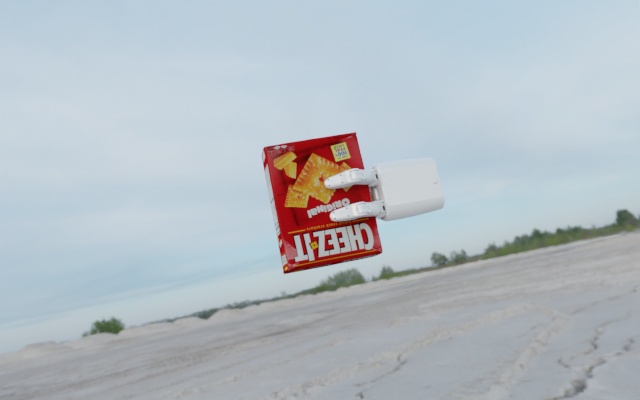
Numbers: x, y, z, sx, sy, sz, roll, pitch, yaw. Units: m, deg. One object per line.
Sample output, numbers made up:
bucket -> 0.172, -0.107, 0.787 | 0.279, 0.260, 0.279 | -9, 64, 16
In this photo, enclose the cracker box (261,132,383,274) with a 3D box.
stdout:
cracker box -> 0.000, 0.003, 0.810 | 0.164, 0.213, 0.072 | -10, -11, -12
